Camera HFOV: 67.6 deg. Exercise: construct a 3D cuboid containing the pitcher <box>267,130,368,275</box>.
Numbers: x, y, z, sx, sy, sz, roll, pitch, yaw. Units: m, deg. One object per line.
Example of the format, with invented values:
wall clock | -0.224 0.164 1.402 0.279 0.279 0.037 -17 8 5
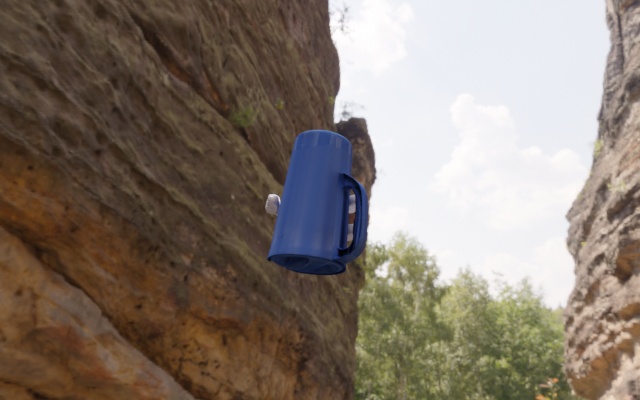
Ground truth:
pitcher | 0.000 0.003 0.835 0.149 0.242 0.145 11 -20 -7
